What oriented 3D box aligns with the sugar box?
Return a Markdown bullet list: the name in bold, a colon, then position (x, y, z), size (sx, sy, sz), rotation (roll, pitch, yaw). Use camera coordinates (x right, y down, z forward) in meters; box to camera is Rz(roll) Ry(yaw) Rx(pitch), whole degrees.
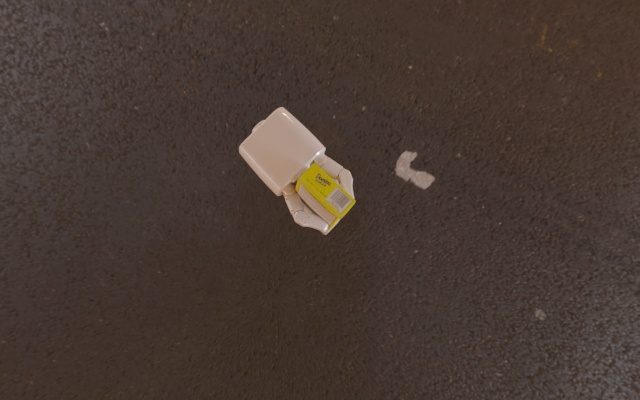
- **sugar box**: position (0.000, 0.002, 0.828), size (0.093, 0.048, 0.176), rotation (44, -11, 3)
